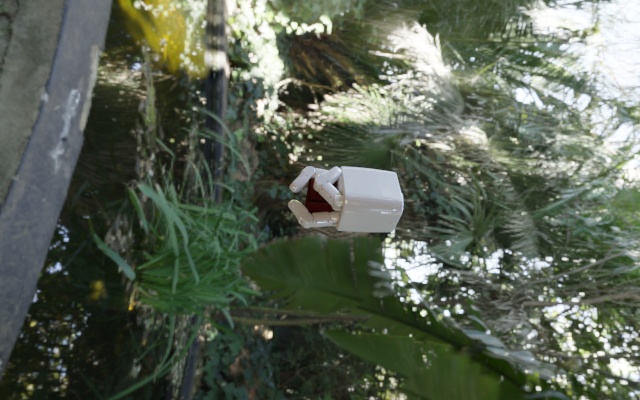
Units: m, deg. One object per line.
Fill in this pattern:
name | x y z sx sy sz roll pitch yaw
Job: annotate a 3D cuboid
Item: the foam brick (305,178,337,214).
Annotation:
foam brick | 0.000 0.003 0.887 0.051 0.053 0.078 4 -33 -6
